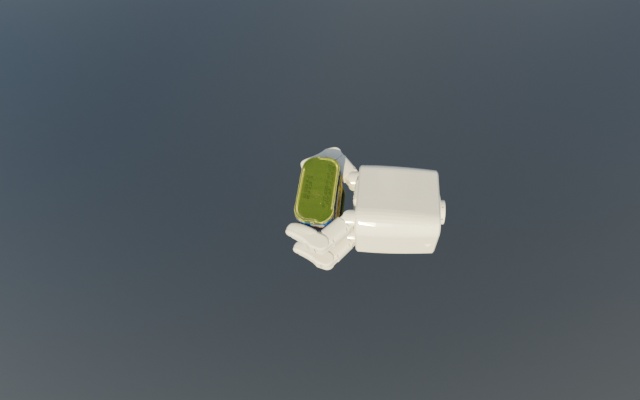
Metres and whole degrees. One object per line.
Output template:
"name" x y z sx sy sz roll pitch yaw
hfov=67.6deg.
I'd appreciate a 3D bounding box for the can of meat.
"can of meat" 0.000 0.002 0.652 0.057 0.102 0.084 5 -25 8
